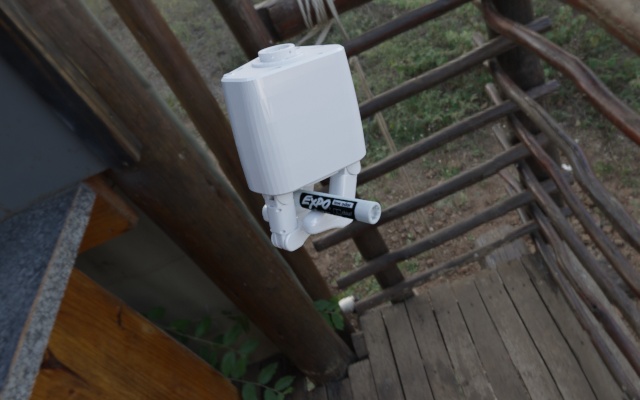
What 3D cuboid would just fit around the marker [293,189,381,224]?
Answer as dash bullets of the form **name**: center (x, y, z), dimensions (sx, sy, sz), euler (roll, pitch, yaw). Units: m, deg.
- **marker**: center (0.000, 0.002, 0.440), dimensions (0.121, 0.020, 0.020), euler (11, 7, 39)
